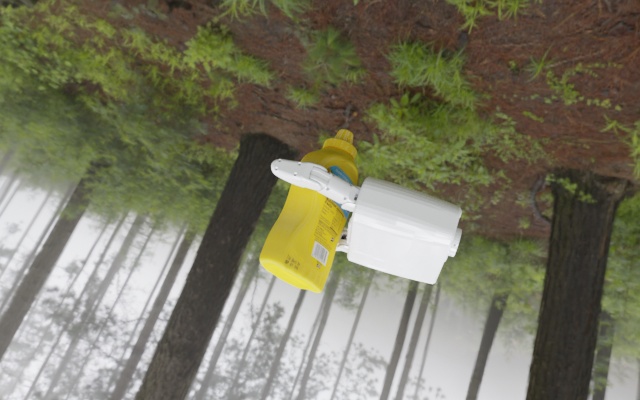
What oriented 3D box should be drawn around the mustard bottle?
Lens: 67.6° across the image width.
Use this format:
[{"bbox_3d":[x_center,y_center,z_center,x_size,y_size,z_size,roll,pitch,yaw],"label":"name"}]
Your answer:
[{"bbox_3d":[0.000,0.002,0.549,0.058,0.191,0.096,7,-23,35],"label":"mustard bottle"}]
